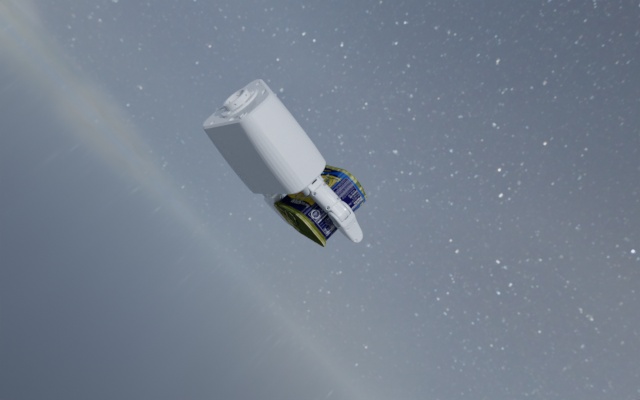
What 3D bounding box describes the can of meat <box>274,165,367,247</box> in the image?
[{"bbox_3d":[0.000,0.002,0.610,0.084,0.057,0.102,-45,27,-12],"label":"can of meat"}]
